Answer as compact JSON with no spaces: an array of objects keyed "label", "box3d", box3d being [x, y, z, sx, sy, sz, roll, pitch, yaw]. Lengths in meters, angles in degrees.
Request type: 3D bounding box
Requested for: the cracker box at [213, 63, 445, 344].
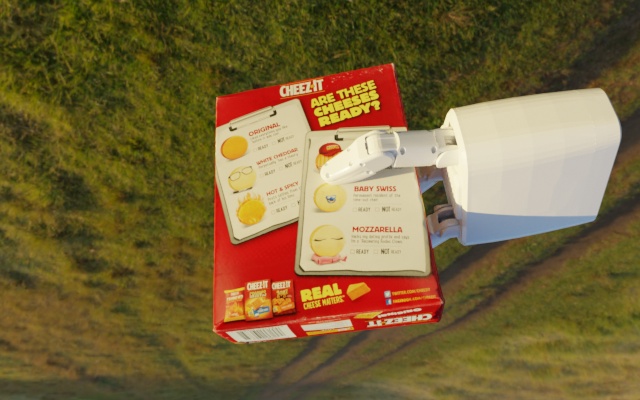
[{"label":"cracker box","box3d":[0.000,0.001,0.400,0.164,0.213,0.072,-9,-28,6]}]
